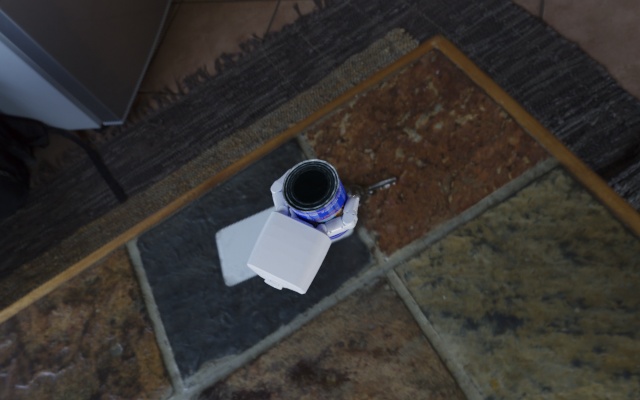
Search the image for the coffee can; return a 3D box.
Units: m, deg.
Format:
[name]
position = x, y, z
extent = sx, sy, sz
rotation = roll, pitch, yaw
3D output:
[coffee can]
position = 0.000, 0.003, 0.876
extent = 0.103, 0.102, 0.140
rotation = 0, -25, 16
